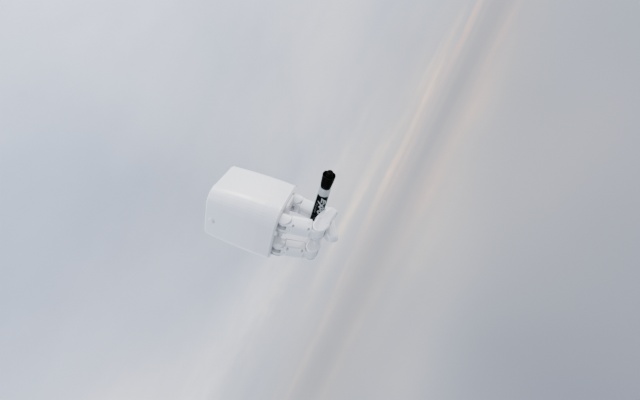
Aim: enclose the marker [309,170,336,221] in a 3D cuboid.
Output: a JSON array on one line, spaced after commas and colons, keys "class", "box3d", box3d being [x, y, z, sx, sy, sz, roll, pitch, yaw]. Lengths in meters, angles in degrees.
[{"class": "marker", "box3d": [0.000, 0.002, 0.694, 0.020, 0.020, 0.121, 0, -43, -17]}]
